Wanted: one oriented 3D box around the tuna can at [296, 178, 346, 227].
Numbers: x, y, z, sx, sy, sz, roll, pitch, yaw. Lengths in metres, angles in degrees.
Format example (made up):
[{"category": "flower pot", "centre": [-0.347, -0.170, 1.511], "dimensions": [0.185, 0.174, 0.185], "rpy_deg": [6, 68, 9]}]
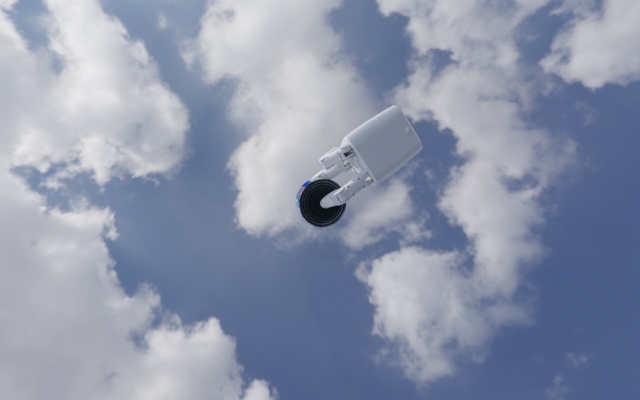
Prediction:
[{"category": "tuna can", "centre": [0.000, 0.003, 0.846], "dimensions": [0.086, 0.086, 0.033], "rpy_deg": [0, 7, -17]}]
